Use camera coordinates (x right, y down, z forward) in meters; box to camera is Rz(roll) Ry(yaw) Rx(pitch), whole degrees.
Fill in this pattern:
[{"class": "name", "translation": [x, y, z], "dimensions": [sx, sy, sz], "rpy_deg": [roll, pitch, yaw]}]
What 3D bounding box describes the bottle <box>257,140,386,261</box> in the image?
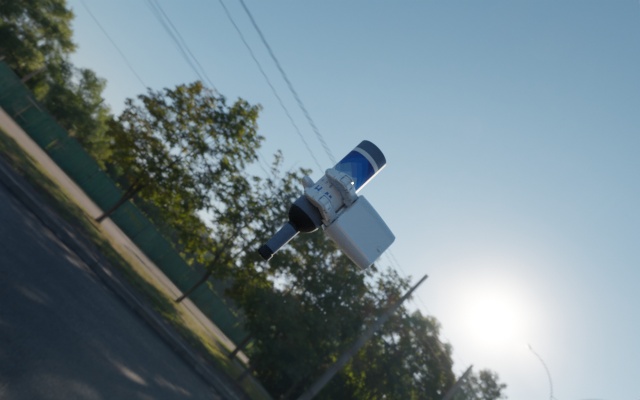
[{"class": "bottle", "translation": [0.000, 0.003, 0.892], "dimensions": [0.295, 0.069, 0.069], "rpy_deg": [-42, 14, -16]}]
